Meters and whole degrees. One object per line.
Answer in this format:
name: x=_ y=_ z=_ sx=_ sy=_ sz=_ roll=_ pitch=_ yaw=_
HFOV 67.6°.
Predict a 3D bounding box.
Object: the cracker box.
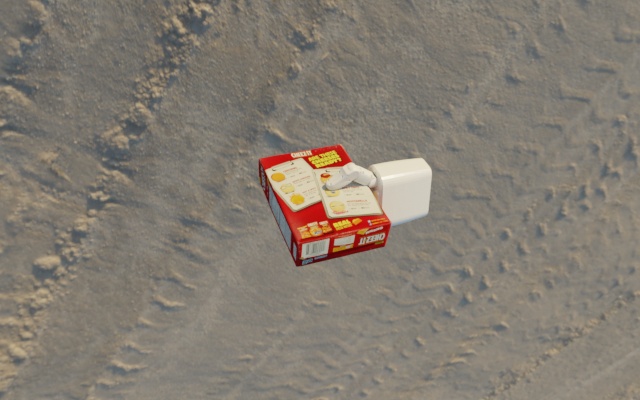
cracker box: x=0.000 y=0.003 z=0.831 sx=0.164 sy=0.072 sz=0.213 roll=-12 pitch=46 yaw=-19
